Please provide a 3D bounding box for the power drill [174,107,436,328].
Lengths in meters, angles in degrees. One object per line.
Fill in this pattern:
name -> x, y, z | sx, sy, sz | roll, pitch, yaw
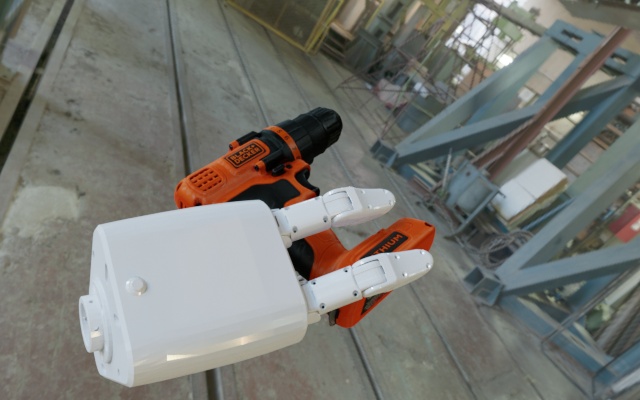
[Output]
power drill -> 0.000, 0.002, 0.408 | 0.187, 0.057, 0.184 | 37, 57, 26
